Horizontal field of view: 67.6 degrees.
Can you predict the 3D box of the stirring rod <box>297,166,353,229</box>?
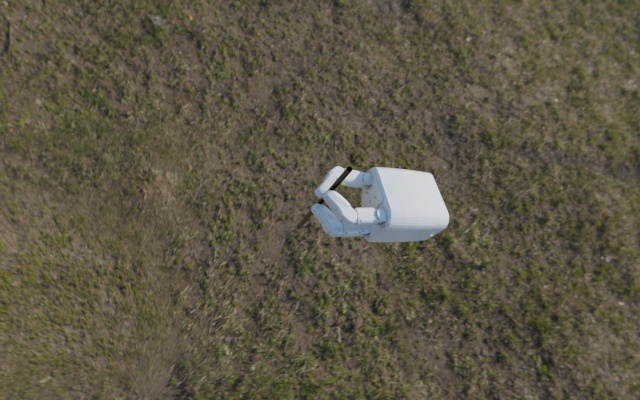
[{"bbox_3d":[0.000,0.002,0.736,0.011,0.011,0.240,0,-22,-20],"label":"stirring rod"}]
